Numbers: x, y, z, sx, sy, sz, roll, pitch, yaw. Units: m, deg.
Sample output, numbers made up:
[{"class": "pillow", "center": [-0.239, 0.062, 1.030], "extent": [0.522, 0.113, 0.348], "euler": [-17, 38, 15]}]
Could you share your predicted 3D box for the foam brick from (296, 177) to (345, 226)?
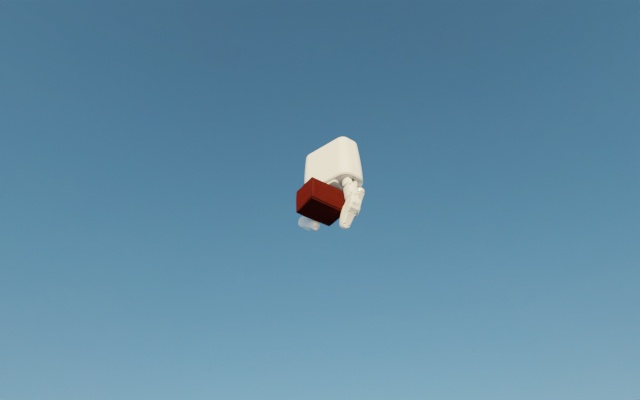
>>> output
[{"class": "foam brick", "center": [0.000, 0.003, 0.874], "extent": [0.078, 0.051, 0.053], "euler": [24, -47, -28]}]
